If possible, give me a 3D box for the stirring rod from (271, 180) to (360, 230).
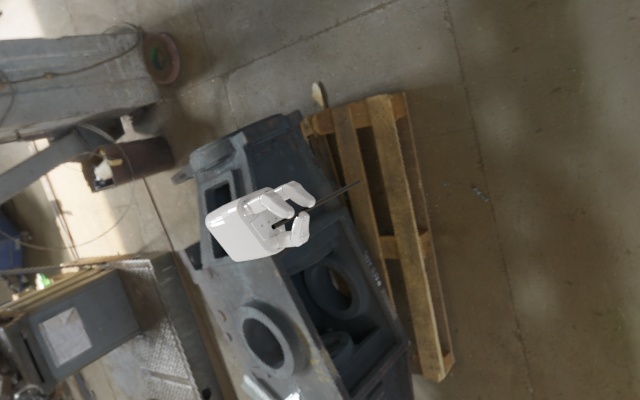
[{"bbox_3d":[0.000,0.003,0.804,0.011,0.011,0.239,0,18,38],"label":"stirring rod"}]
